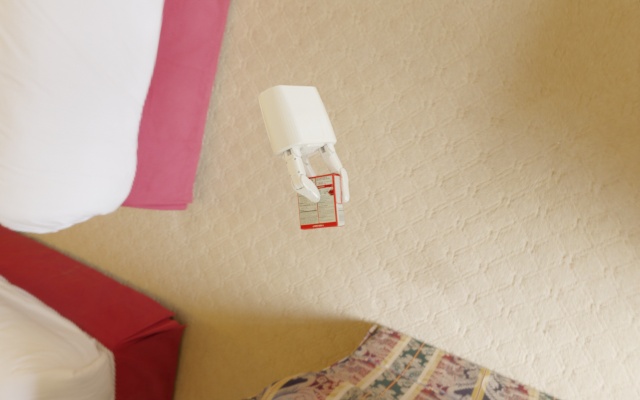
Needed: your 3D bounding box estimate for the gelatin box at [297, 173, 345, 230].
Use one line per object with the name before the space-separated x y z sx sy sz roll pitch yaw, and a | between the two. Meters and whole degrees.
gelatin box | 0.000 0.003 0.802 0.073 0.089 0.030 -7 -6 29
